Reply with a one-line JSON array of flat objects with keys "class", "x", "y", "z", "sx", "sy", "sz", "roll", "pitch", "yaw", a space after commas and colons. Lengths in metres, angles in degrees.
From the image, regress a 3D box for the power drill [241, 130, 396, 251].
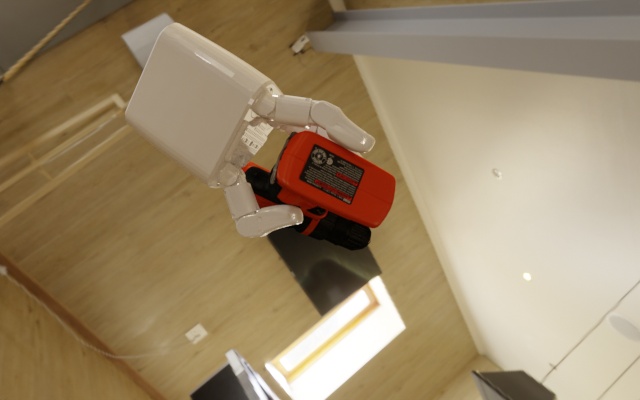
[{"class": "power drill", "x": 0.000, "y": 0.001, "z": 0.490, "sx": 0.184, "sy": 0.057, "sz": 0.188, "roll": 24, "pitch": -16, "yaw": -15}]
